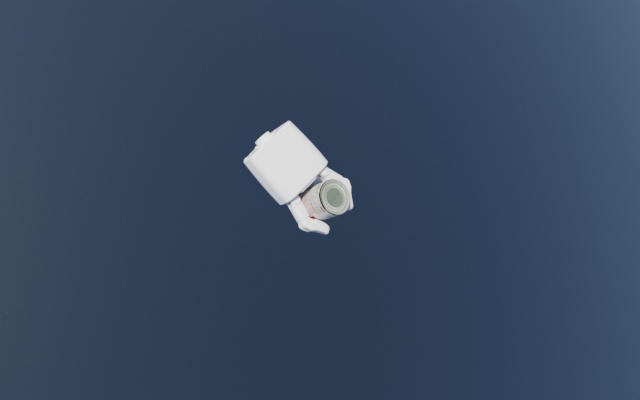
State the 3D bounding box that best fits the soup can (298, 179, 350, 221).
[{"bbox_3d":[0.001,0.003,0.887,0.068,0.068,0.102,0,-11,-33],"label":"soup can"}]
